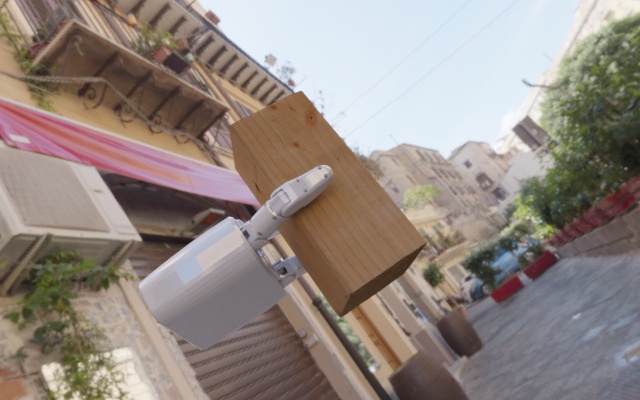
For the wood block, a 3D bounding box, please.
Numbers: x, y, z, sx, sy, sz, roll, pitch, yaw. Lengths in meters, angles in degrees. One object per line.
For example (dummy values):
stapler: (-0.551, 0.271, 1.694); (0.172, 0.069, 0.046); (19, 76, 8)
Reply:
wood block: (0.000, 0.002, 0.490); (0.090, 0.206, 0.091); (-30, -20, -19)
